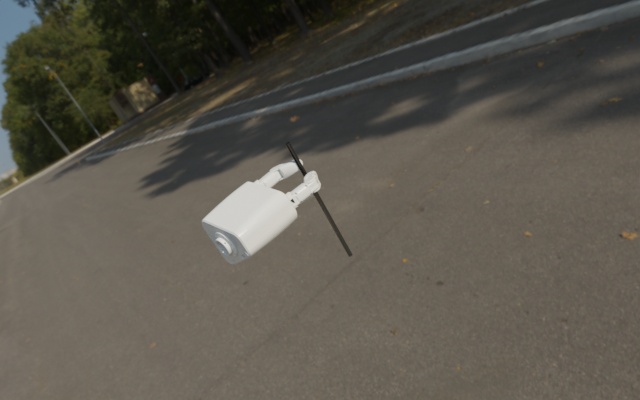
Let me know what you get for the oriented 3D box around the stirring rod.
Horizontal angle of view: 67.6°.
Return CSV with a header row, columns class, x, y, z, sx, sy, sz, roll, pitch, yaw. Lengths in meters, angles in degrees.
class,x,y,z,sx,sy,sz,roll,pitch,yaw
stirring rod,0.000,0.003,0.836,0.011,0.240,0.011,-25,21,10
